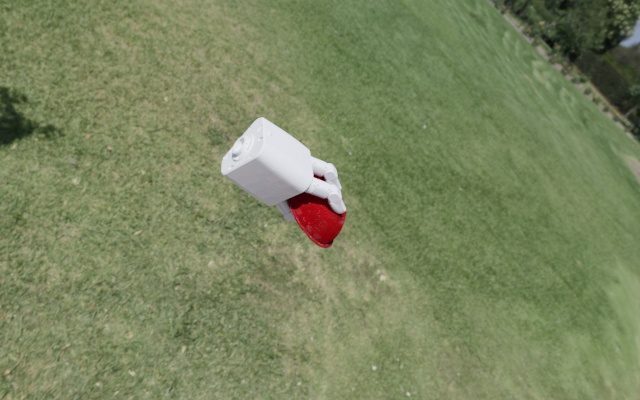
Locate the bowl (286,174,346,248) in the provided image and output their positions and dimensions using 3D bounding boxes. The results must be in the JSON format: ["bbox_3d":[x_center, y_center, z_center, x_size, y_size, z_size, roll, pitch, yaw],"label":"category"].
[{"bbox_3d":[0.001,0.003,0.869,0.055,0.162,0.162,-28,-10,19],"label":"bowl"}]
